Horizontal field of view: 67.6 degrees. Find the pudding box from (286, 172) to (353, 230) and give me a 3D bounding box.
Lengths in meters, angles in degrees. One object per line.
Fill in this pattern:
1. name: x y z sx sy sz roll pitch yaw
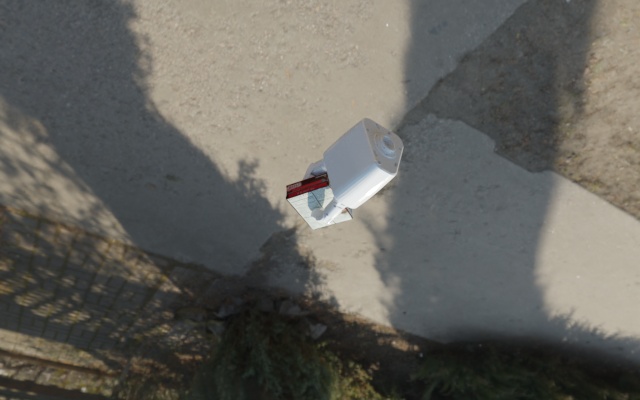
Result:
1. pudding box: 0.000 0.003 0.888 0.090 0.039 0.114 -16 -43 21
